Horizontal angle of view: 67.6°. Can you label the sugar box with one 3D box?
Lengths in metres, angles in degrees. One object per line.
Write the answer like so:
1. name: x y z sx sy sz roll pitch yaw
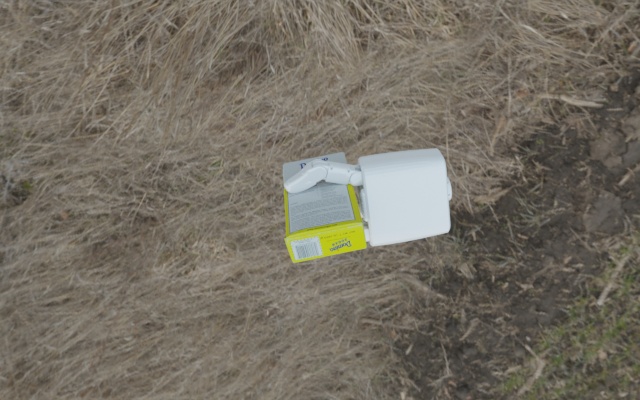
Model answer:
1. sugar box: 0.000 0.003 0.626 0.093 0.048 0.176 -11 31 2
